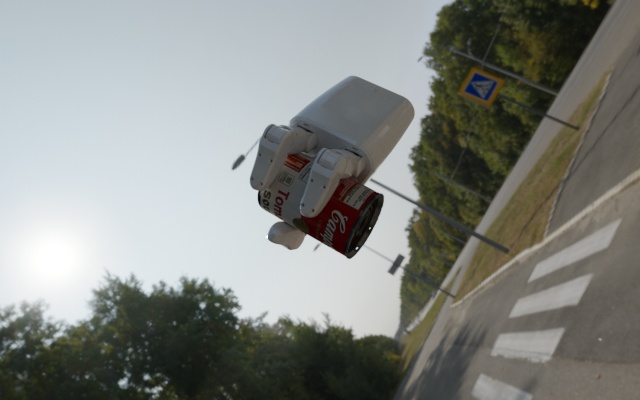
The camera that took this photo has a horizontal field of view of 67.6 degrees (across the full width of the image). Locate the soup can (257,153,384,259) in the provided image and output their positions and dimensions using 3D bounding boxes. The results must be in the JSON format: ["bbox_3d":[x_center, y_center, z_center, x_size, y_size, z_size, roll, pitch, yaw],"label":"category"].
[{"bbox_3d":[0.000,0.002,0.455,0.102,0.068,0.068,28,9,18],"label":"soup can"}]
